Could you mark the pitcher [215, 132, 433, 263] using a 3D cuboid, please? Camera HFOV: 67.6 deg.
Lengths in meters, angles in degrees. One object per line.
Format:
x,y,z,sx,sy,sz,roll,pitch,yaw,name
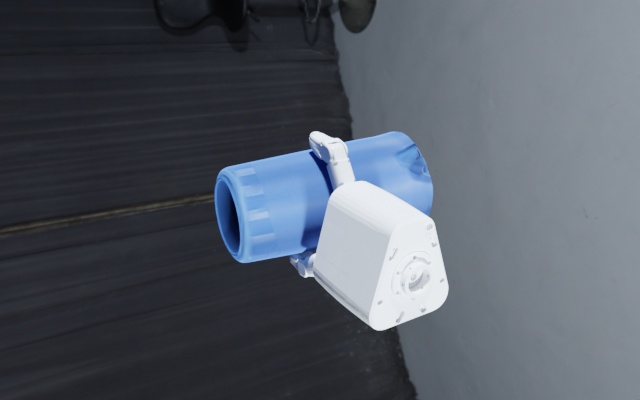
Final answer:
0.000,0.002,0.586,0.243,0.149,0.145,-11,23,-26,pitcher
